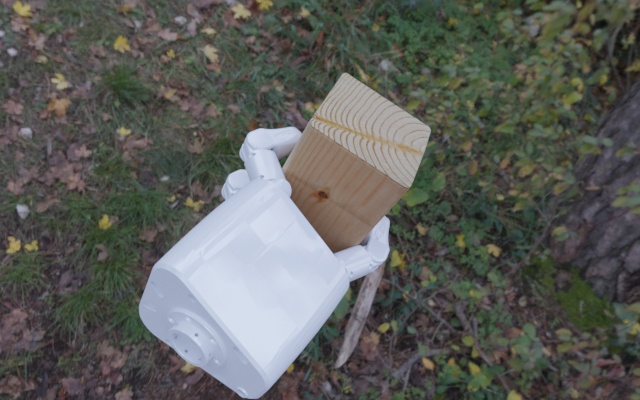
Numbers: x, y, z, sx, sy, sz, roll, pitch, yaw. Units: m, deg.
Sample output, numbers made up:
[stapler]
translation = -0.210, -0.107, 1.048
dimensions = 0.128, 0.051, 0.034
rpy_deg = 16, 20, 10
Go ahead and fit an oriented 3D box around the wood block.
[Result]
[wood block]
translation = 0.000, 0.002, 0.445
dimensions = 0.091, 0.090, 0.206
rpy_deg = 33, -45, -4
